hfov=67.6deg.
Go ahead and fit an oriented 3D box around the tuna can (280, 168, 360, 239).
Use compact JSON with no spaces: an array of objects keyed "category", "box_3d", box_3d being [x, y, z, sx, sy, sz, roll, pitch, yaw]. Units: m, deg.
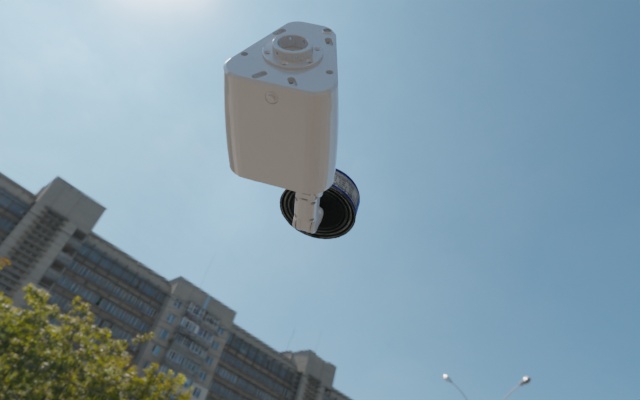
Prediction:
[{"category":"tuna can","box_3d":[0.000,0.001,0.532,0.086,0.086,0.033,0,42,19]}]
